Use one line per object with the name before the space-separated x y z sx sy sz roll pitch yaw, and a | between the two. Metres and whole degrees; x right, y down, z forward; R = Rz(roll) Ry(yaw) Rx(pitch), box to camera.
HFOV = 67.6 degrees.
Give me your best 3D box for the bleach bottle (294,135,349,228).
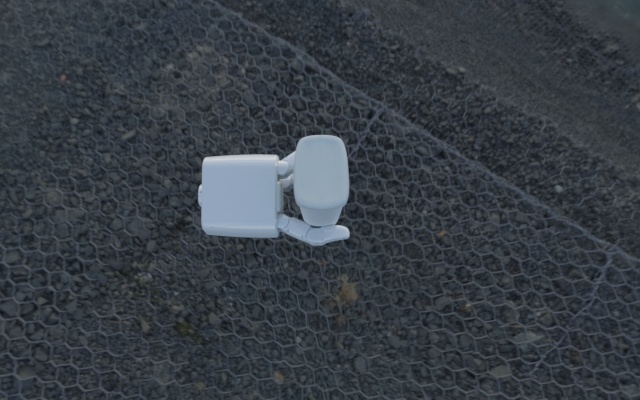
bleach bottle | 0.000 0.002 0.696 0.068 0.102 0.251 0 -19 0
